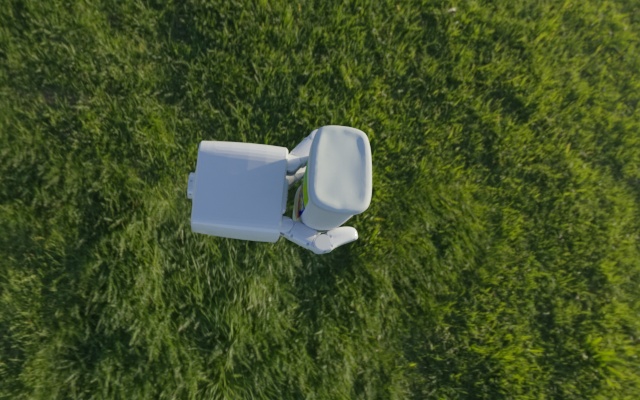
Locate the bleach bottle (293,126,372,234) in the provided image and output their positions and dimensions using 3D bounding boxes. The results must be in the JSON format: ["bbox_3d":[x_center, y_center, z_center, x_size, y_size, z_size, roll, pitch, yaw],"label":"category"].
[{"bbox_3d":[0.000,0.002,0.612,0.068,0.102,0.251,6,-19,-9],"label":"bleach bottle"}]
